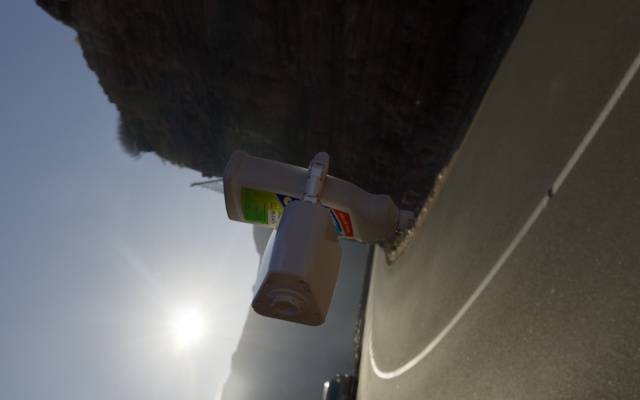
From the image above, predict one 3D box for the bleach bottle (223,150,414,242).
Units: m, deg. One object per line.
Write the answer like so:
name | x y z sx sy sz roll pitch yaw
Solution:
bleach bottle | 0.000 0.002 0.645 0.251 0.103 0.068 10 45 6
